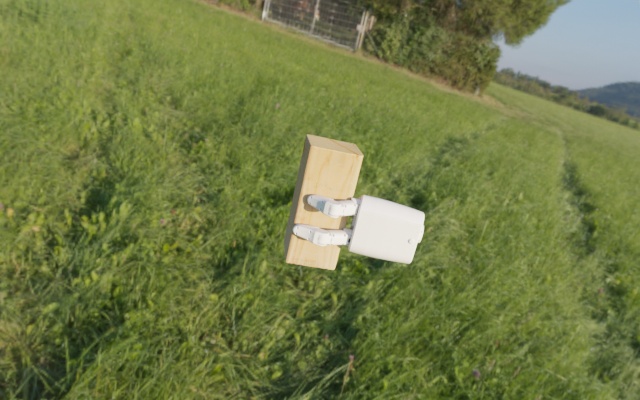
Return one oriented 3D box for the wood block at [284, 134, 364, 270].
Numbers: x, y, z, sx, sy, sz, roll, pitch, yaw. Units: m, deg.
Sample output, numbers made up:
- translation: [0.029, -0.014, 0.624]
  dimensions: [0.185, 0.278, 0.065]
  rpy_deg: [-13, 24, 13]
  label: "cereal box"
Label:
- translation: [0.001, 0.003, 0.821]
  dimensions: [0.090, 0.206, 0.090]
  rpy_deg: [10, 18, -9]
  label: "wood block"
